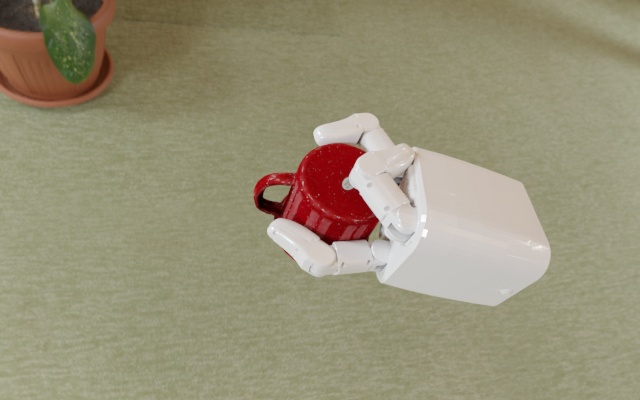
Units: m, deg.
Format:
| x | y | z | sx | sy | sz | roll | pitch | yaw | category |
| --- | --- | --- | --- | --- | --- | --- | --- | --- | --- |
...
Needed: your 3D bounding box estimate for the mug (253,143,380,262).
| x | y | z | sx | sy | sz | roll | pitch | yaw | category |
| --- | --- | --- | --- | --- | --- | --- | --- | --- | --- |
| -0.001 | 0.001 | 0.418 | 0.117 | 0.093 | 0.081 | 14 | -35 | -8 | mug |
